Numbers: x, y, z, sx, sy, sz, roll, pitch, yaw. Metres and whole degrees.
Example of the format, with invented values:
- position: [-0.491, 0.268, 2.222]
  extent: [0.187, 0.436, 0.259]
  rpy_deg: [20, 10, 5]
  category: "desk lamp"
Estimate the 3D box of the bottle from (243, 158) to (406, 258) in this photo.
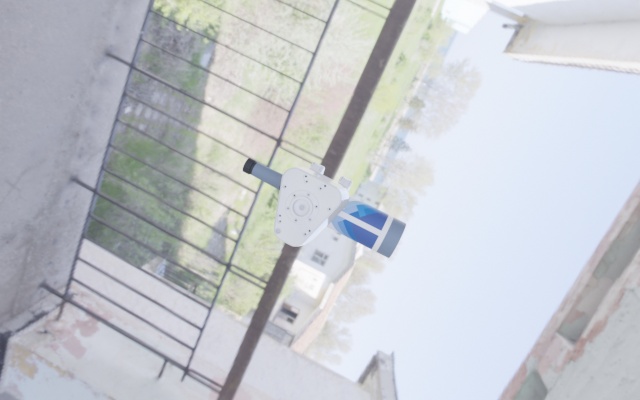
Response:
- position: [0.000, 0.003, 0.824]
  extent: [0.295, 0.069, 0.069]
  rpy_deg: [27, 3, 6]
  category: "bottle"
